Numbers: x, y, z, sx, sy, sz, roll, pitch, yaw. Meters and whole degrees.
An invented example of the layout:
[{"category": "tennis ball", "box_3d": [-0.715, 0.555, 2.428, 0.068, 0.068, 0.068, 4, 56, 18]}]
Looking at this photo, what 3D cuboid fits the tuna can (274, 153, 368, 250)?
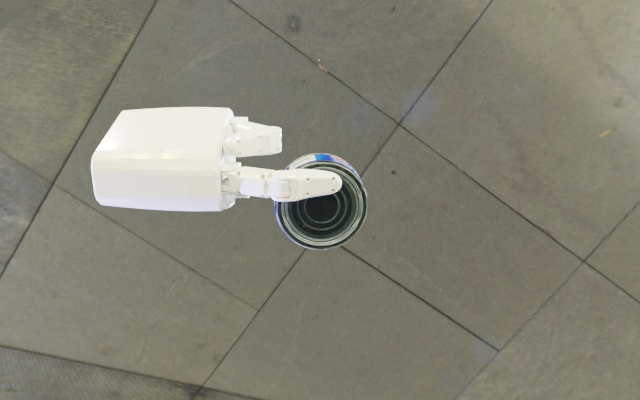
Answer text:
[{"category": "tuna can", "box_3d": [0.000, 0.002, 0.439, 0.086, 0.086, 0.033, 0, 17, -6]}]
